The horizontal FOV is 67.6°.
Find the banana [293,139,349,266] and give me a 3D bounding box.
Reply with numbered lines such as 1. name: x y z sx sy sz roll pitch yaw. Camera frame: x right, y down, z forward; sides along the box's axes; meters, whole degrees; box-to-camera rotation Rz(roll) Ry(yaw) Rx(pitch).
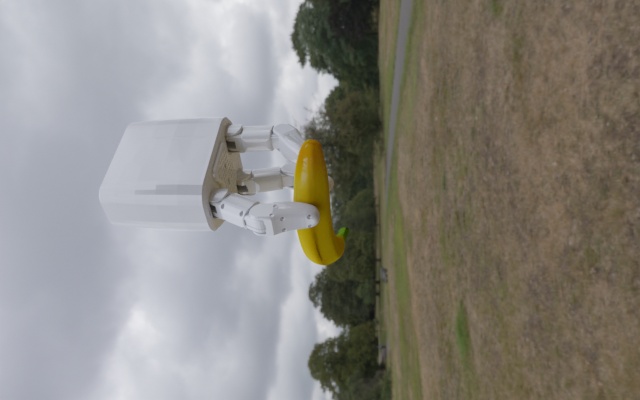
1. banana: -0.002 0.020 0.478 0.037 0.069 0.198 2 -27 11
